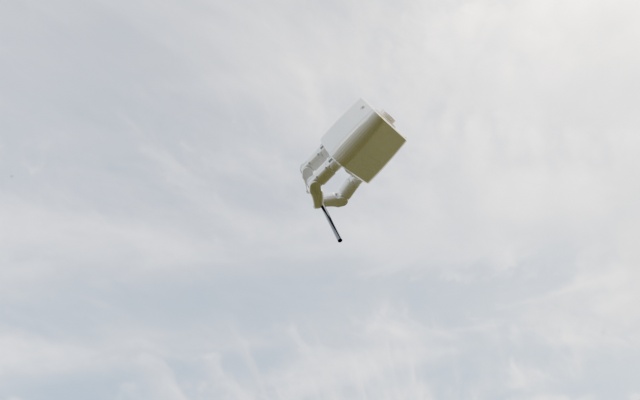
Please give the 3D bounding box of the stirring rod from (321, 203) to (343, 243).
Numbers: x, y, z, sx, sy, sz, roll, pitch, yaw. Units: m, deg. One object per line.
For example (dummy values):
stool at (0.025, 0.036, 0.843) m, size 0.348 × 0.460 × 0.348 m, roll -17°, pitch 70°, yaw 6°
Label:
stirring rod at (0.000, 0.003, 0.848) m, size 0.011 × 0.011 × 0.239 m, roll 0°, pitch 30°, yaw -17°
